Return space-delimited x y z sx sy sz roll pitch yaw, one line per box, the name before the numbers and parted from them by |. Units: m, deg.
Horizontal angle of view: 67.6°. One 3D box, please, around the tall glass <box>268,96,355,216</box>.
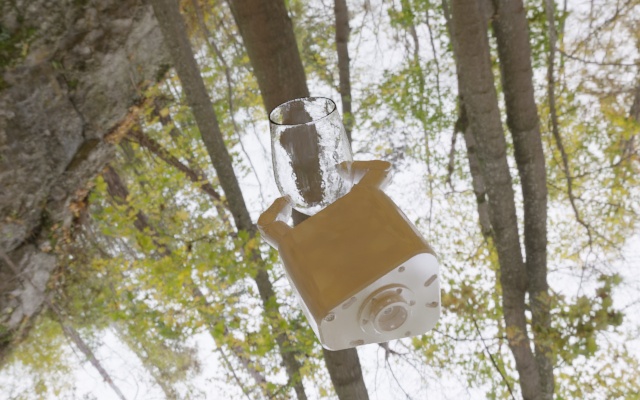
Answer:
tall glass | 0.000 0.002 0.478 0.079 0.201 0.079 -8 33 5
